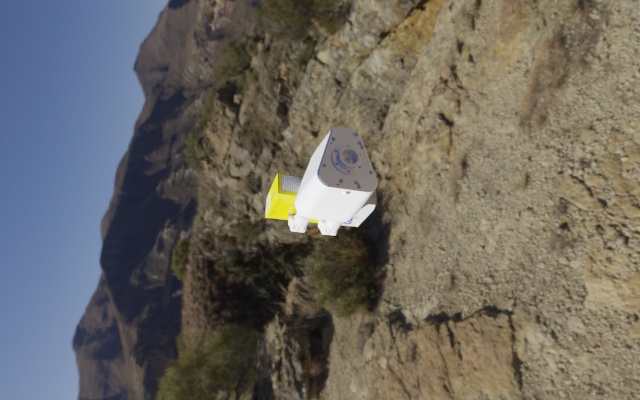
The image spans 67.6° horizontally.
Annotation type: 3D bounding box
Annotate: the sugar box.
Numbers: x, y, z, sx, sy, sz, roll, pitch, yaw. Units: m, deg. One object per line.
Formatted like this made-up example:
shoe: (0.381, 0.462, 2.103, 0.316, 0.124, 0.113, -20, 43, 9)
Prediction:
sugar box: (0.000, 0.003, 0.828, 0.176, 0.048, 0.093, 8, -30, -16)
